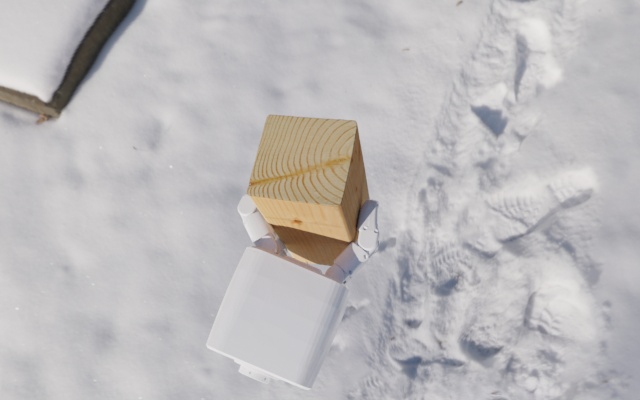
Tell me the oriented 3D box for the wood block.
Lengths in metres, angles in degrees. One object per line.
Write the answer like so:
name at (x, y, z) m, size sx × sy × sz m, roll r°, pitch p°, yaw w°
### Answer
wood block at (0.000, 0.002, 0.528) m, size 0.091 × 0.090 × 0.206 m, roll 7°, pitch -22°, yaw 13°
